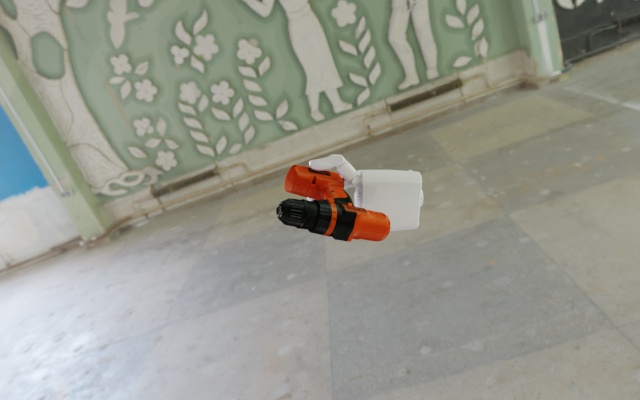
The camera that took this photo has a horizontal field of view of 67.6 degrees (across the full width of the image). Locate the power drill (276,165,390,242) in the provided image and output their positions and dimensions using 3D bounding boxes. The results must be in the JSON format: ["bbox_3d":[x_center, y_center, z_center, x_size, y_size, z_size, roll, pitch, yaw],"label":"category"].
[{"bbox_3d":[0.000,0.002,0.774,0.184,0.057,0.187,12,21,-24],"label":"power drill"}]
